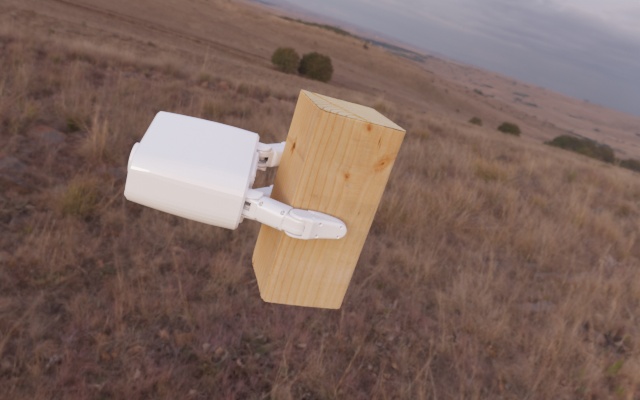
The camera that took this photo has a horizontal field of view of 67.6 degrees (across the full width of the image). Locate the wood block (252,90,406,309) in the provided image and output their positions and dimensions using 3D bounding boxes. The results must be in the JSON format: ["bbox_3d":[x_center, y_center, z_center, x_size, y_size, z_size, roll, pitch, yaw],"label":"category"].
[{"bbox_3d":[0.000,0.002,0.508,0.090,0.206,0.090,11,21,-20],"label":"wood block"}]
